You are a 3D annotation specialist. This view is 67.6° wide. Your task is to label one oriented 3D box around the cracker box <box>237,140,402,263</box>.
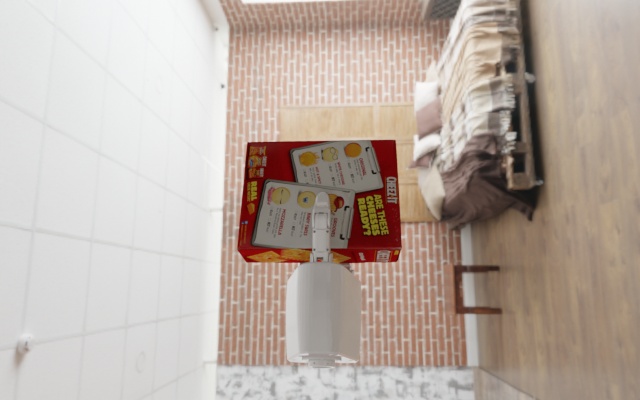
[{"bbox_3d":[0.000,0.002,0.669,0.214,0.164,0.072,0,-23,3],"label":"cracker box"}]
